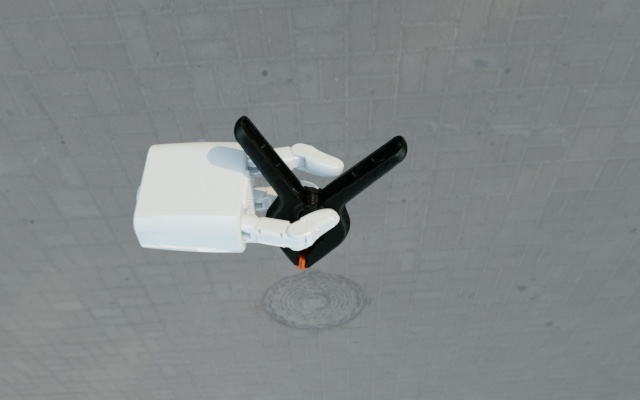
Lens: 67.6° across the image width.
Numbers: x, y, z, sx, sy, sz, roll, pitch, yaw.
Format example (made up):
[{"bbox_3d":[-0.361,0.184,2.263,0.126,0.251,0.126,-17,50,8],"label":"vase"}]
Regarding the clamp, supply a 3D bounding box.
[{"bbox_3d":[0.000,0.003,0.512,0.164,0.036,0.210,3,-45,2],"label":"clamp"}]
